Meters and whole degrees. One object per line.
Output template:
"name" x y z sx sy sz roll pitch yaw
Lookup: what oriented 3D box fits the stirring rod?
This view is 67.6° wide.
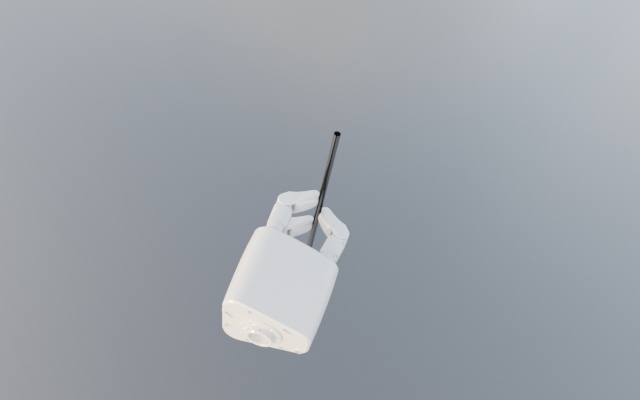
"stirring rod" 0.000 0.002 0.622 0.011 0.011 0.240 0 -39 -12
